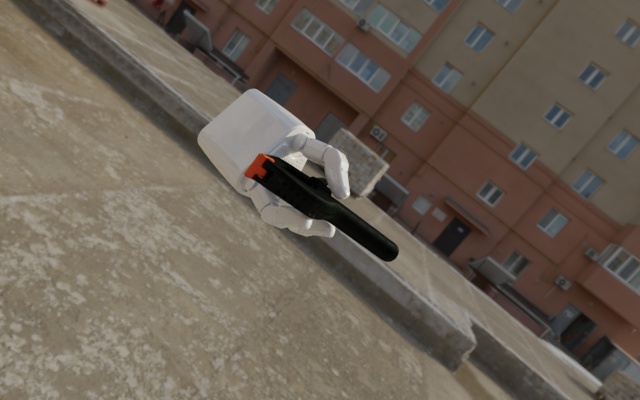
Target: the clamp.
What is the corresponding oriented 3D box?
[{"bbox_3d":[0.000,0.001,0.541,0.164,0.036,0.210,42,9,32],"label":"clamp"}]
